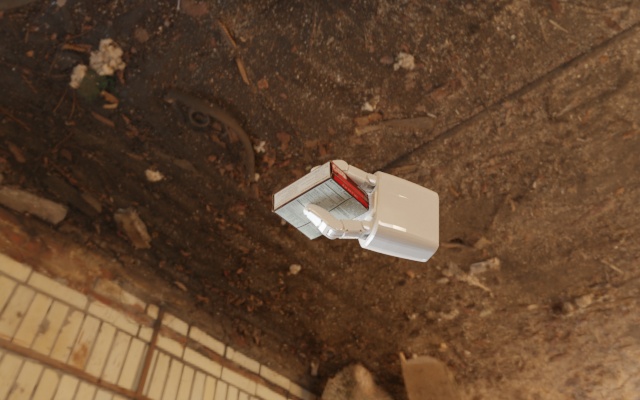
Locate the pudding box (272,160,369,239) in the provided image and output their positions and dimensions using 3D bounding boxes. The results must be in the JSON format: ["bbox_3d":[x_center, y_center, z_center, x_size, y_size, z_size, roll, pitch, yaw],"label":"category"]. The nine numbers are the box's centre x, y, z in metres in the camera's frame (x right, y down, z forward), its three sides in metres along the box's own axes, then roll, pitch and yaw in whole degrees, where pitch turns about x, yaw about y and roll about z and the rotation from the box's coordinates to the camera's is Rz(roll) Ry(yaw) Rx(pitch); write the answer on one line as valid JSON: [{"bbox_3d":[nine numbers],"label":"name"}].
[{"bbox_3d":[0.000,0.002,0.689,0.113,0.039,0.090,-30,-51,26],"label":"pudding box"}]
